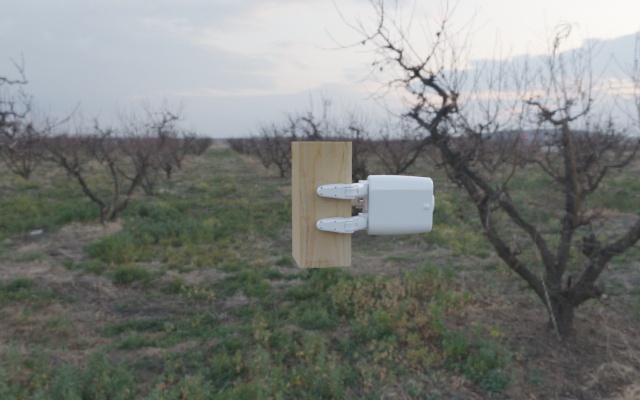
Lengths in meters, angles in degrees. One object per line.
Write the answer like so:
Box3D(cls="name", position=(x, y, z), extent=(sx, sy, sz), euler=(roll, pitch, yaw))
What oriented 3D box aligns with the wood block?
Box3D(cls="wood block", position=(0.000, 0.003, 0.815), extent=(0.090, 0.206, 0.091), euler=(-1, 7, -10))
